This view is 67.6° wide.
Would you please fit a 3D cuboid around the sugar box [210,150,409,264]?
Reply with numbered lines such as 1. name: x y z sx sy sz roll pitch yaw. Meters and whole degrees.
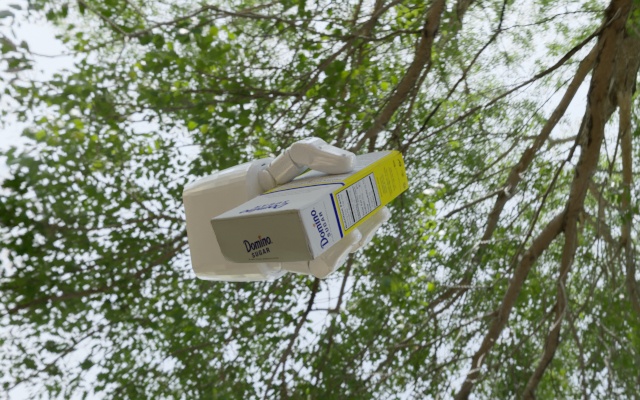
1. sugar box: 0.000 0.002 0.420 0.093 0.048 0.176 -7 17 36
